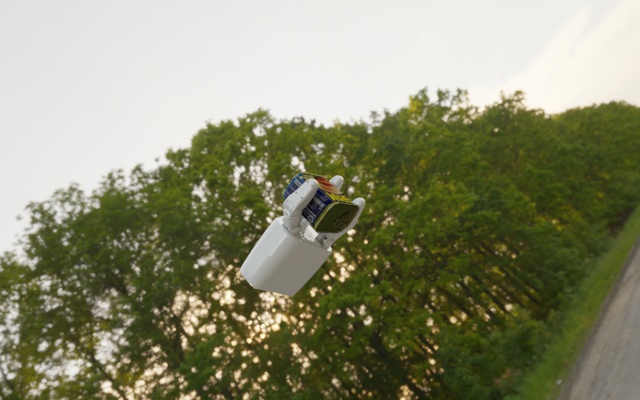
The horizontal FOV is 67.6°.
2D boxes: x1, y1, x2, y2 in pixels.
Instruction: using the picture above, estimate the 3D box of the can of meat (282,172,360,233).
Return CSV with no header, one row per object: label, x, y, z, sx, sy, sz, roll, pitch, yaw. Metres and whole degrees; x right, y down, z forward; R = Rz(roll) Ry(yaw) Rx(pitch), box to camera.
can of meat,0.000,0.002,0.743,0.084,0.057,0.102,43,16,25
